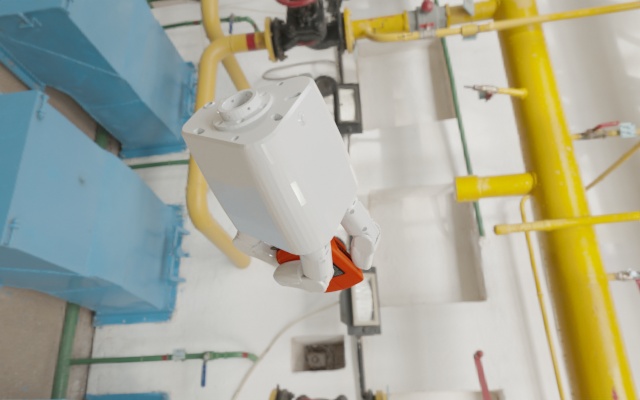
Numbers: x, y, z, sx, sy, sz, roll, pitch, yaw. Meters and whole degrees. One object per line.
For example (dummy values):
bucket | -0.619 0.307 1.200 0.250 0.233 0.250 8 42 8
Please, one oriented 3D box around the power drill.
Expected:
power drill | 0.000 0.002 0.529 0.057 0.187 0.184 -23 -37 21
